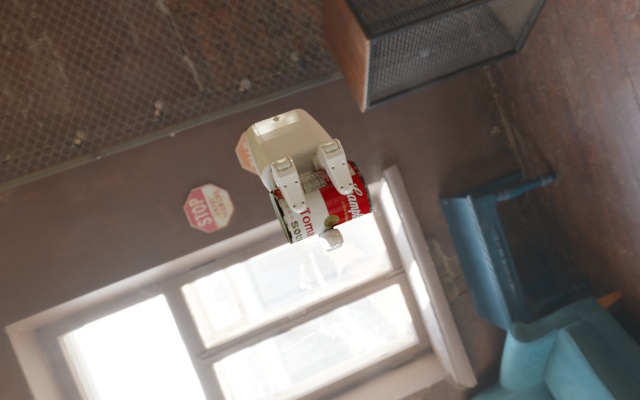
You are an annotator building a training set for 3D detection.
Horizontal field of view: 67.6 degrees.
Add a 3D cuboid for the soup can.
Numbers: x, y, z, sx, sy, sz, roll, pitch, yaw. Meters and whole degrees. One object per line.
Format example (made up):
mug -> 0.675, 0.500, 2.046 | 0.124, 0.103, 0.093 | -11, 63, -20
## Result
soup can -> 0.000, 0.002, 0.551 | 0.102, 0.068, 0.068 | -21, 3, -9
